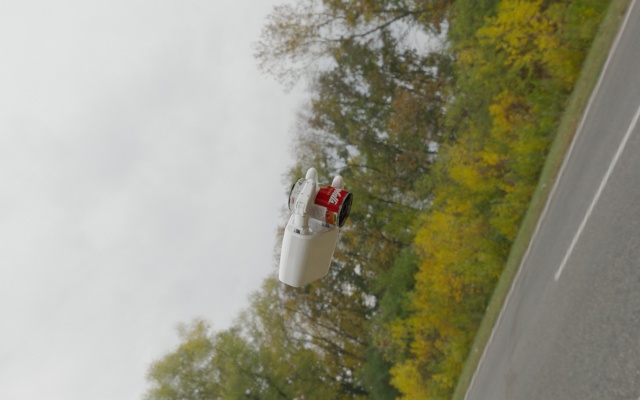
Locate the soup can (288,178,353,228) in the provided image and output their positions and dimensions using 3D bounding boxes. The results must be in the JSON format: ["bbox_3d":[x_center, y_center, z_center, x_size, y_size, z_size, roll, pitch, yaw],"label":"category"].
[{"bbox_3d":[0.000,0.002,0.880,0.102,0.068,0.068,18,6,18],"label":"soup can"}]
